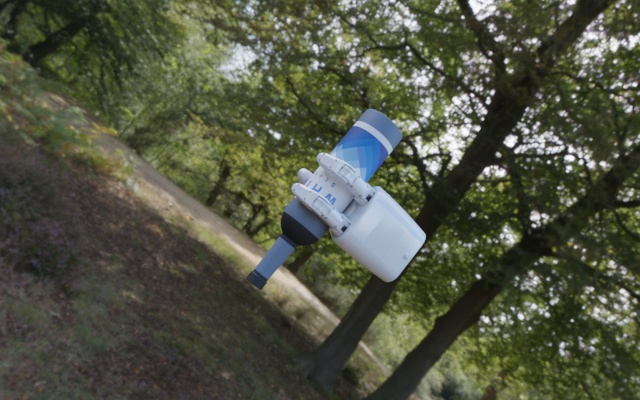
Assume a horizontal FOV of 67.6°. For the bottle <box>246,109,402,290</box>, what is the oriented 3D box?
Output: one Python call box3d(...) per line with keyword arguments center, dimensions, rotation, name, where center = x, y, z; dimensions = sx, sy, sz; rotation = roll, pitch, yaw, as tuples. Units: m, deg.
box3d(center=(0.000, 0.002, 0.676), dimensions=(0.069, 0.295, 0.069), rotation=(39, -7, 6), name="bottle")
